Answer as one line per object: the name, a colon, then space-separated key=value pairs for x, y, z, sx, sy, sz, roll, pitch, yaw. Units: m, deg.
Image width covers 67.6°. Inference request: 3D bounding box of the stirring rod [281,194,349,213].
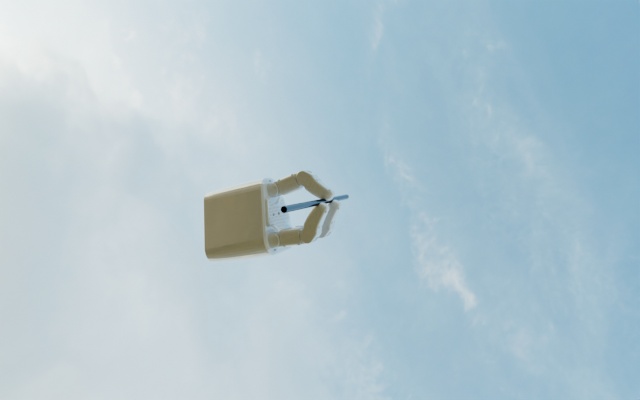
stirring rod: x=0.000 y=0.002 z=0.651 sx=0.011 sy=0.011 sz=0.239 roll=0 pitch=4 yaw=20
